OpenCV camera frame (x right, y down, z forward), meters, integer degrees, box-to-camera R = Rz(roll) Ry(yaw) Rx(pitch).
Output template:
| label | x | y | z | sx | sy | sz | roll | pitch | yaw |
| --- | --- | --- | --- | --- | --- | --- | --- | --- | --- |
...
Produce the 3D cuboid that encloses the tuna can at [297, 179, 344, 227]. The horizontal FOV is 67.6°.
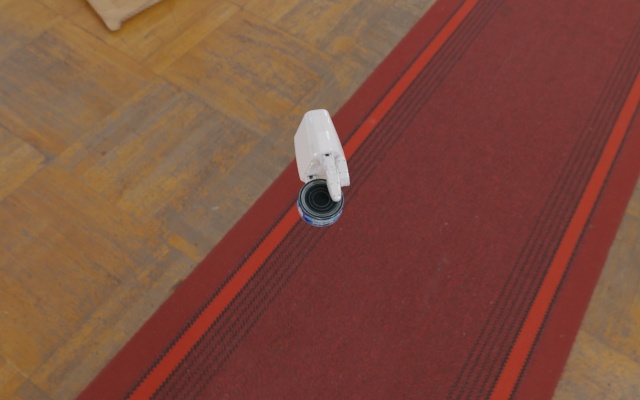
| label | x | y | z | sx | sy | sz | roll | pitch | yaw |
| --- | --- | --- | --- | --- | --- | --- | --- | --- | --- |
| tuna can | 0.000 | 0.003 | 0.882 | 0.086 | 0.086 | 0.034 | 0 | -26 | -6 |
